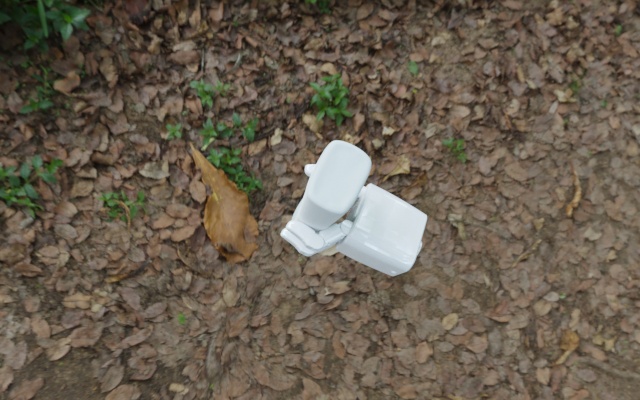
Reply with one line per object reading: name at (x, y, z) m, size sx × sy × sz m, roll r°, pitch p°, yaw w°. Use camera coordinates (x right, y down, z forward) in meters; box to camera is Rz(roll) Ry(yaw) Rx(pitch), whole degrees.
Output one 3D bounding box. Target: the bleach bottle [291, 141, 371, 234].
bleach bottle at (0.000, 0.002, 0.731) m, size 0.068 × 0.102 × 0.251 m, roll 28°, pitch -19°, yaw -3°
